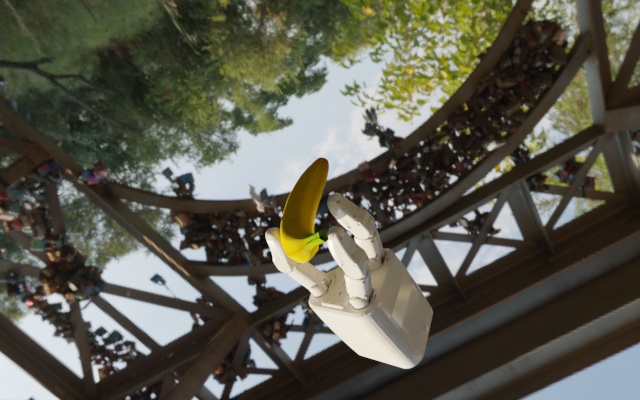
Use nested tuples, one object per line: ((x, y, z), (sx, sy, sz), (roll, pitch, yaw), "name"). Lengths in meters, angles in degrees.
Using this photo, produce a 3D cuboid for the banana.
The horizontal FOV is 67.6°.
((-0.014, 0.014, 0.539), (0.069, 0.037, 0.197), (-36, 23, 17), "banana")
